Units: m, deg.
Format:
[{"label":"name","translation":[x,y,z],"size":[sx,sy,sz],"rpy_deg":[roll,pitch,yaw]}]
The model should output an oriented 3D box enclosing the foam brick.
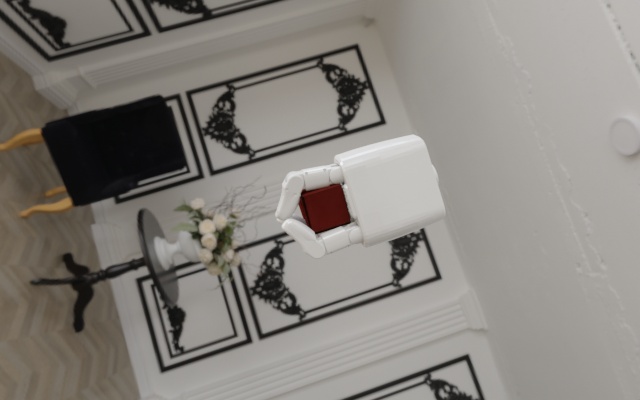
[{"label":"foam brick","translation":[0.000,0.002,0.602],"size":[0.051,0.053,0.078],"rpy_deg":[-18,20,-6]}]
